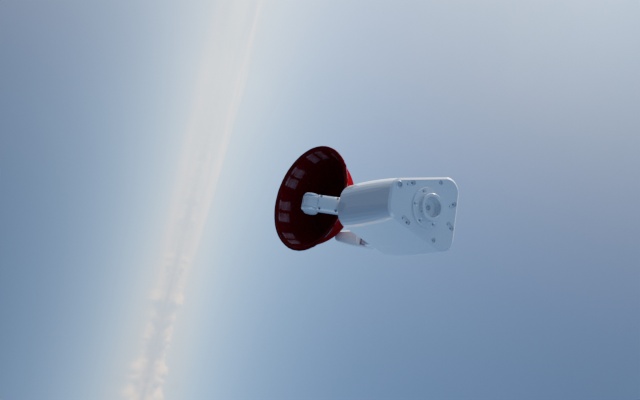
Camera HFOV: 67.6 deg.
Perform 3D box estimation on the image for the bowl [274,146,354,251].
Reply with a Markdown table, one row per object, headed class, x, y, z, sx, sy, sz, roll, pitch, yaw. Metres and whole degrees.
| class | x | y | z | sx | sy | sz | roll | pitch | yaw |
| --- | --- | --- | --- | --- | --- | --- | --- | --- | --- |
| bowl | 0.000 | 0.002 | 0.721 | 0.055 | 0.162 | 0.162 | 21 | -14 | -39 |
